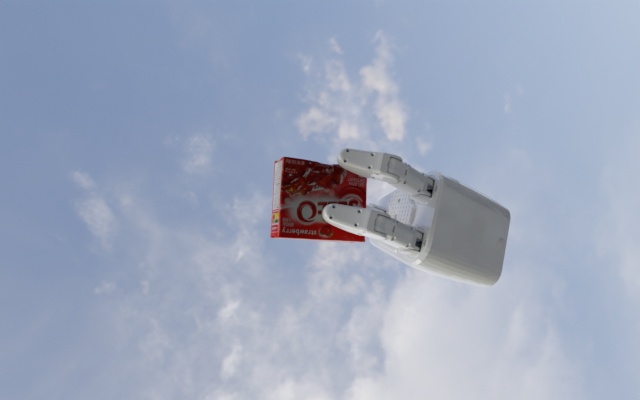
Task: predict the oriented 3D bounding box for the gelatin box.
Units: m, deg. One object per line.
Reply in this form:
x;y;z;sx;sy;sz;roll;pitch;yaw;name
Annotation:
0.000;0.001;0.448;0.089;0.073;0.030;6;-7;-23;gelatin box
